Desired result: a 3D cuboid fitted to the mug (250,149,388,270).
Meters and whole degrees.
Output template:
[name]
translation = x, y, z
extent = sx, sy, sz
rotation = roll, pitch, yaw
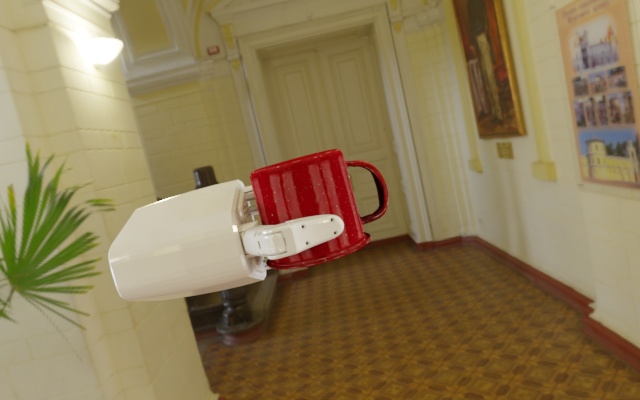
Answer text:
[mug]
translation = 0.001, 0.001, 0.407
extent = 0.117, 0.081, 0.093
rotation = -15, 7, -1
